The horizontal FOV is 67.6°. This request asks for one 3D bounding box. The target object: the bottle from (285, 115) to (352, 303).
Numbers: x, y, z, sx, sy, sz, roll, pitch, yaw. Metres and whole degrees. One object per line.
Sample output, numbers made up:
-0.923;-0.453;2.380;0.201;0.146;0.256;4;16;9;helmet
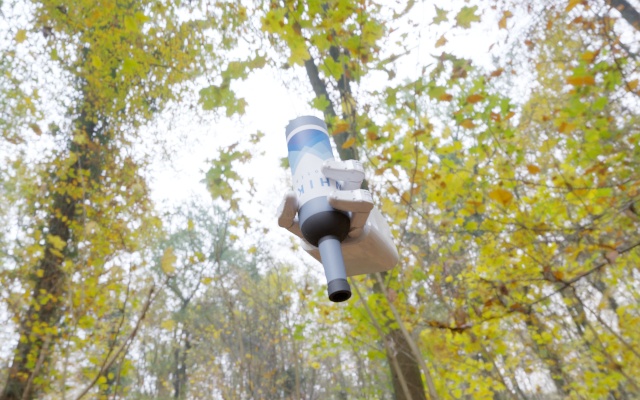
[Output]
0.000;0.002;0.645;0.069;0.295;0.069;-7;-41;-6;bottle
